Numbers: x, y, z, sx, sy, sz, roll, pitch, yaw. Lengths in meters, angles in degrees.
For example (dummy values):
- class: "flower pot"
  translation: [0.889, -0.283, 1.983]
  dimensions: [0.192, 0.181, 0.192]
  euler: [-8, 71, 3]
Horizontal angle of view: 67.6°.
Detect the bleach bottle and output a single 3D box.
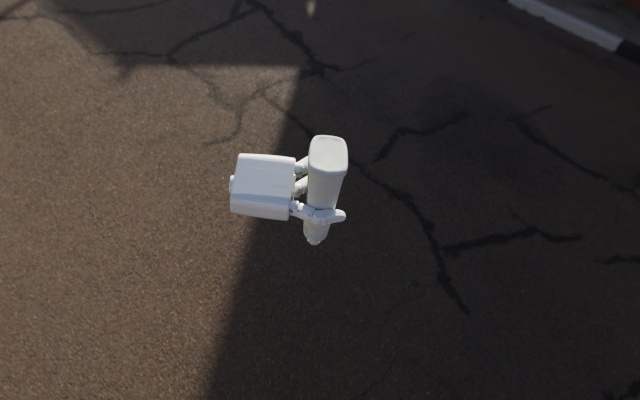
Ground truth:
- class: "bleach bottle"
  translation: [0.000, 0.003, 0.899]
  dimensions: [0.068, 0.102, 0.251]
  euler: [6, -43, -3]
